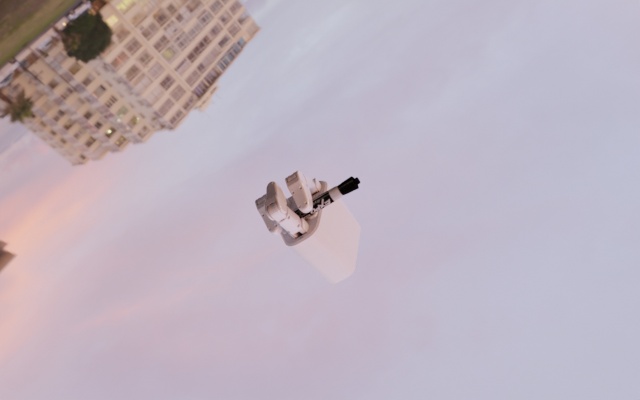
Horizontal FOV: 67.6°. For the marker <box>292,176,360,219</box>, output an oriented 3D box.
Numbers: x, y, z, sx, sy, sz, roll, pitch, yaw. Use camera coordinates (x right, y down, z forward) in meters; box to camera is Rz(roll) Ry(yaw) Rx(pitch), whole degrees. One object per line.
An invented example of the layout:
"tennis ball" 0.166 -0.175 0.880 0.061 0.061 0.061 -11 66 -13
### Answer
"marker" 0.000 0.002 0.640 0.121 0.020 0.020 -30 -10 17
